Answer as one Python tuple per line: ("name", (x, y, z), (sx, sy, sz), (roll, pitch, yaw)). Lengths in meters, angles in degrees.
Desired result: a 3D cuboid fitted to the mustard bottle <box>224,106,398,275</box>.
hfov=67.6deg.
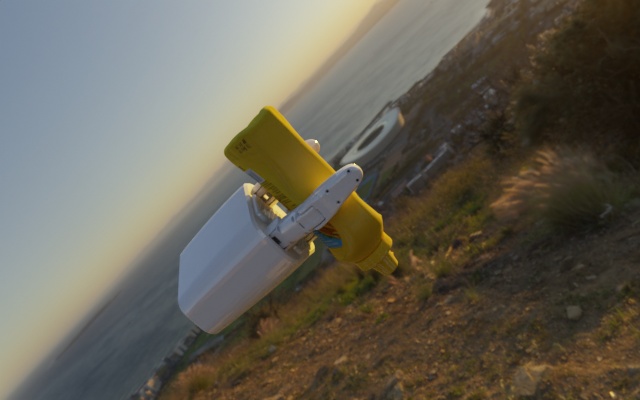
("mustard bottle", (0.000, 0.001, 0.438), (0.191, 0.058, 0.096), (44, -15, -12))
